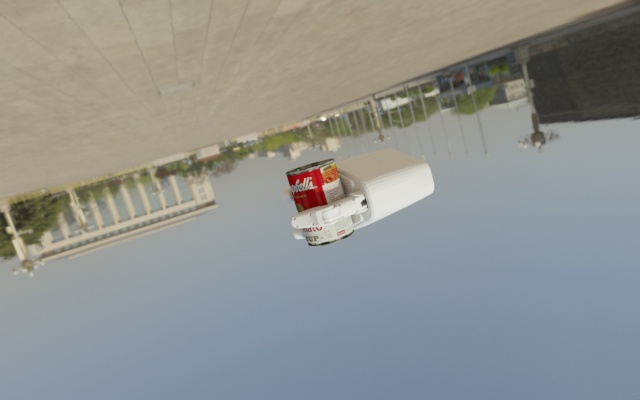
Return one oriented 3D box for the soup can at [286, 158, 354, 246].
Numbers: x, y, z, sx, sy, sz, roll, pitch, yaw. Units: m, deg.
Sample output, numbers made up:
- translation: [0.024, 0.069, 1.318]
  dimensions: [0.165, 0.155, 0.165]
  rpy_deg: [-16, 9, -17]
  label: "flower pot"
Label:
- translation: [0.000, 0.003, 0.637]
  dimensions: [0.068, 0.102, 0.068]
  rpy_deg: [-16, 9, 3]
  label: "soup can"
